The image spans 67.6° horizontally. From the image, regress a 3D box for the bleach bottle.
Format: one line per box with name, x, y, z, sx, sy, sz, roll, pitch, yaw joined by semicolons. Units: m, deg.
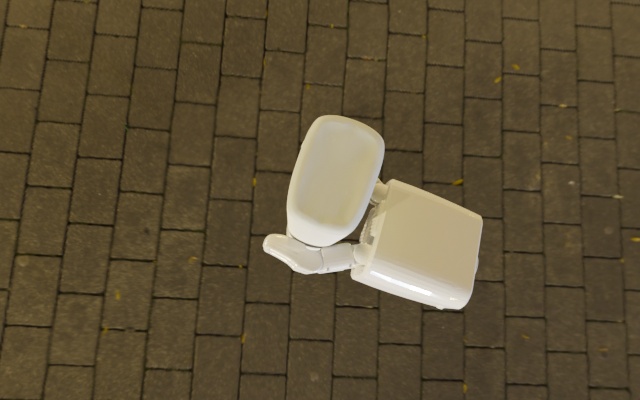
bleach bottle;0.000;0.002;0.507;0.068;0.102;0.251;20;-12;-2
